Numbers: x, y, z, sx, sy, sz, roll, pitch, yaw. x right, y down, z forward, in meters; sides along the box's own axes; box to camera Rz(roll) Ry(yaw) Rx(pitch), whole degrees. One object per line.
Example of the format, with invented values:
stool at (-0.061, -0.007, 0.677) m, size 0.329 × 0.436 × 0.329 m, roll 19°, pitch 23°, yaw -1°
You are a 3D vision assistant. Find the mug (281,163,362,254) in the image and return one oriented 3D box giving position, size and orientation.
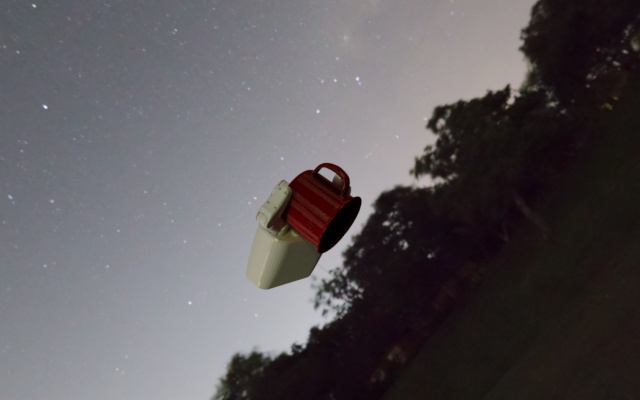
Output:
mug at (0.000, 0.001, 0.642) m, size 0.081 × 0.117 × 0.093 m, roll 36°, pitch 36°, yaw 20°
